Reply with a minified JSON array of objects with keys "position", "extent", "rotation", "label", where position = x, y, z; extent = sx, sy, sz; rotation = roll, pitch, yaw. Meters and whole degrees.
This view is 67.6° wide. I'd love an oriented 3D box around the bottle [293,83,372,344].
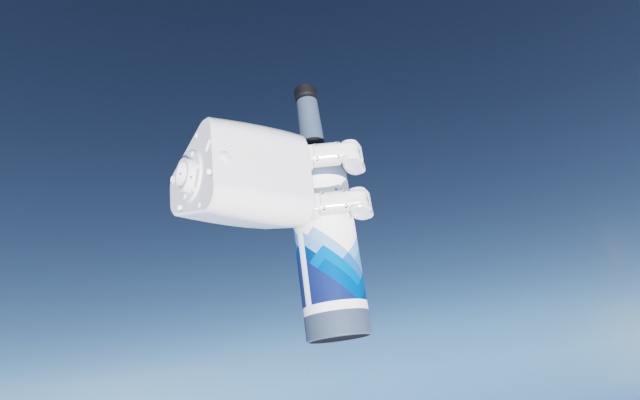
[{"position":[0.000,0.002,0.528],"extent":[0.069,0.295,0.069],"rotation":[-7,-21,-3],"label":"bottle"}]
